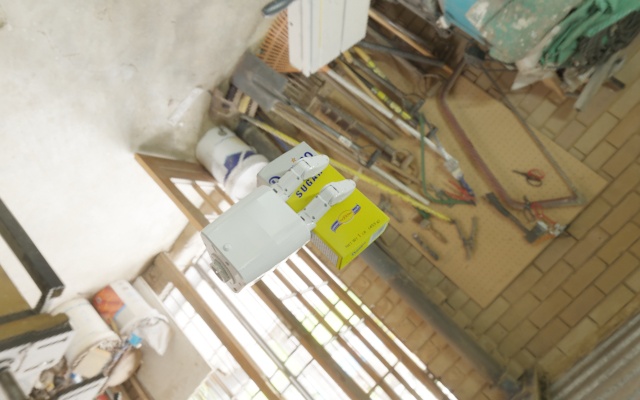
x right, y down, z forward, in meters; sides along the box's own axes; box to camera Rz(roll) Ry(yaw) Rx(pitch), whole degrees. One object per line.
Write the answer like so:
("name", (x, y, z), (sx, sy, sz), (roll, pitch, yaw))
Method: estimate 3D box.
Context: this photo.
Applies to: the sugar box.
("sugar box", (0.000, 0.002, 0.664), (0.093, 0.176, 0.048), (-37, -21, -25))
